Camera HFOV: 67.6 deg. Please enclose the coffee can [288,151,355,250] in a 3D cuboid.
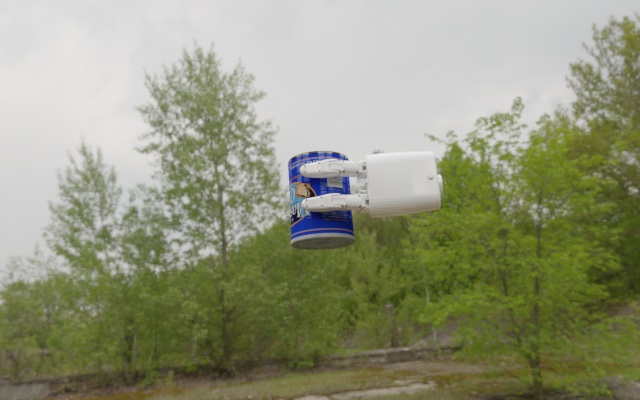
[{"bbox_3d":[0.000,0.003,0.780,0.103,0.140,0.103,-3,-16,-1],"label":"coffee can"}]
